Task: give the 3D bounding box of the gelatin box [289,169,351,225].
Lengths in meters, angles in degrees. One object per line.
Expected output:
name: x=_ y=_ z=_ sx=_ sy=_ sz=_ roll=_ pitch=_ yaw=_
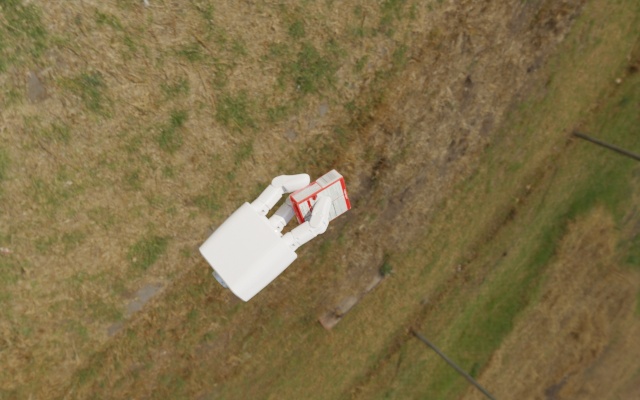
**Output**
gelatin box: x=0.001 y=0.003 z=0.767 sx=0.089 sy=0.073 sz=0.030 roll=-31 pitch=45 yaw=-13
